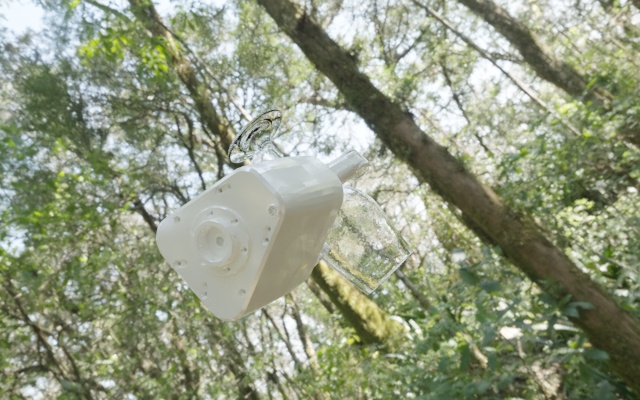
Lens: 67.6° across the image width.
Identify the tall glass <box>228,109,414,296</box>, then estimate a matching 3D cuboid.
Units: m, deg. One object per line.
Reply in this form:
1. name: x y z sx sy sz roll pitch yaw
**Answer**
1. tall glass: 0.000 0.001 0.481 0.201 0.079 0.079 45 11 11
